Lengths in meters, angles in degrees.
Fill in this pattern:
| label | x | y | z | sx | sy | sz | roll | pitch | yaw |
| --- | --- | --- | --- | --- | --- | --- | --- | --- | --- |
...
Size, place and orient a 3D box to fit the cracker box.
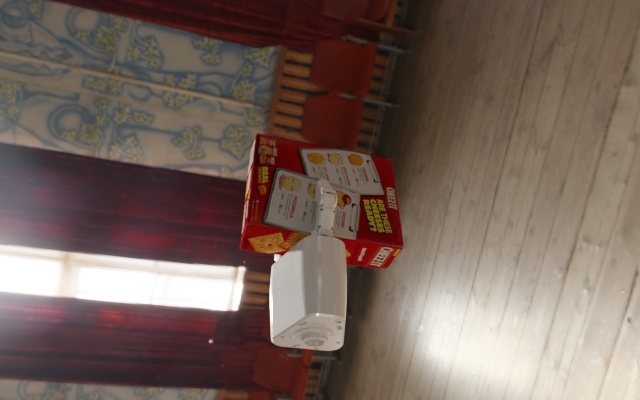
| label | x | y | z | sx | sy | sz | roll | pitch | yaw |
| --- | --- | --- | --- | --- | --- | --- | --- | --- | --- |
| cracker box | 0.000 | 0.002 | 0.686 | 0.214 | 0.164 | 0.072 | 10 | -39 | -14 |
